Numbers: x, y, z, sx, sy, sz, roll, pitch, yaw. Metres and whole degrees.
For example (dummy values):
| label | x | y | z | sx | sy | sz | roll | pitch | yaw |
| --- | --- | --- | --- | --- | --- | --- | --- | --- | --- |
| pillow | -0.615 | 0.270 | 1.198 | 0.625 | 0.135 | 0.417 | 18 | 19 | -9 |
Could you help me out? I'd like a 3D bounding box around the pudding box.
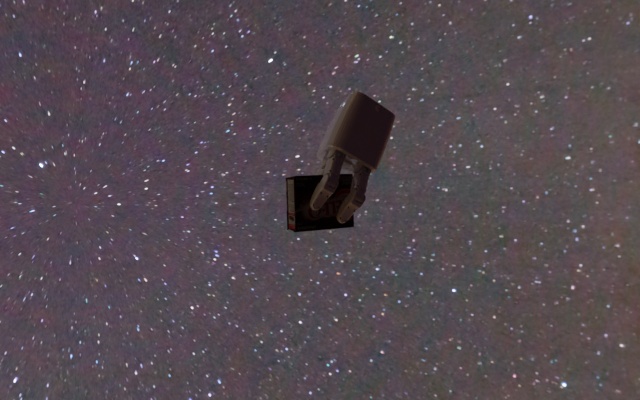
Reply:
| label | x | y | z | sx | sy | sz | roll | pitch | yaw |
| --- | --- | --- | --- | --- | --- | --- | --- | --- | --- |
| pudding box | 0.000 | 0.003 | 0.785 | 0.113 | 0.090 | 0.039 | -4 | 4 | -26 |
